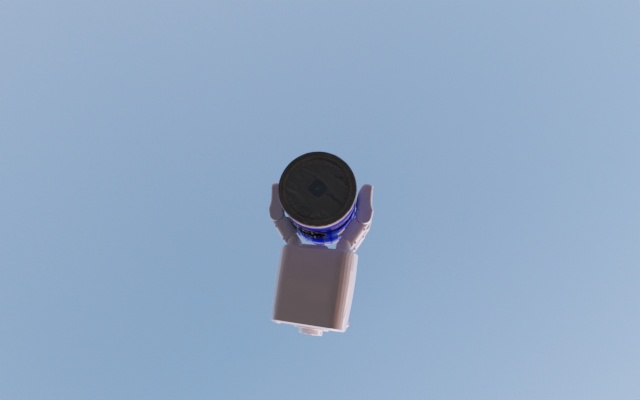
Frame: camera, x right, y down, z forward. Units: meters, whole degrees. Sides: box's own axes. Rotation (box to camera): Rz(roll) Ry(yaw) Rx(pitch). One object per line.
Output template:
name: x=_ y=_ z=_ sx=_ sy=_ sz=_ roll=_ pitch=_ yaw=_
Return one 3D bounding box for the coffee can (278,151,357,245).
coffee can: x=0.000 y=0.002 z=0.683 sx=0.103 sy=0.102 sz=0.140 roll=0 pitch=-15 yaw=4
